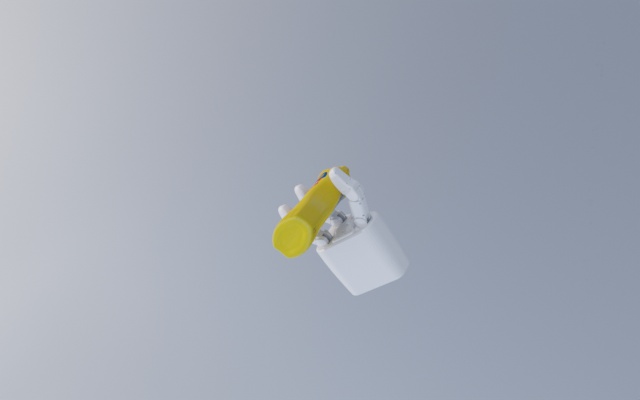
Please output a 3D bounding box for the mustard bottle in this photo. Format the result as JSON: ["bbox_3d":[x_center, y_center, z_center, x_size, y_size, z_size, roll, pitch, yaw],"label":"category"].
[{"bbox_3d":[0.000,0.002,0.757,0.191,0.058,0.096,-51,-3,-43],"label":"mustard bottle"}]
